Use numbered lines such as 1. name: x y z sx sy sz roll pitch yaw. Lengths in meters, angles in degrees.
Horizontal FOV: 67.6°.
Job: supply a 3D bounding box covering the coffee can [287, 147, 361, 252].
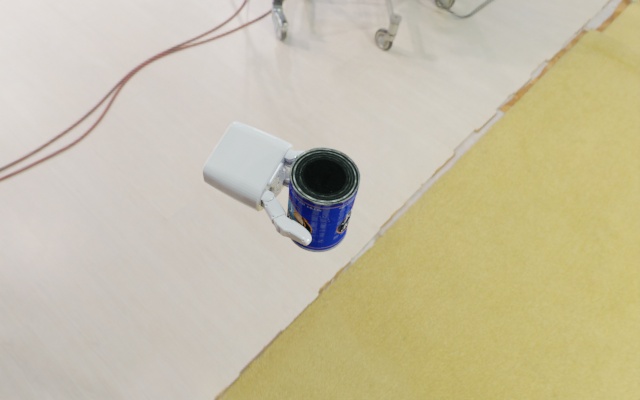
1. coffee can: 0.000 0.003 0.735 0.103 0.102 0.140 0 -34 -7
